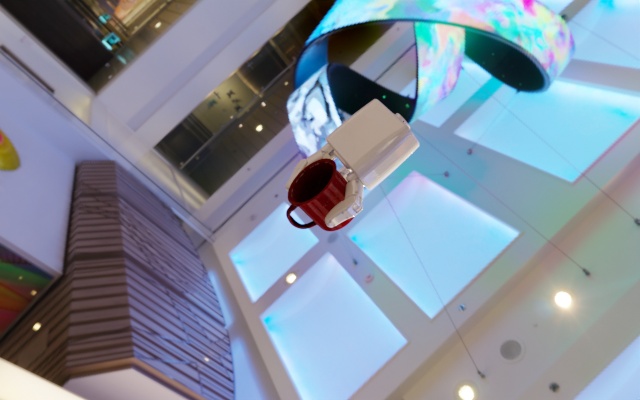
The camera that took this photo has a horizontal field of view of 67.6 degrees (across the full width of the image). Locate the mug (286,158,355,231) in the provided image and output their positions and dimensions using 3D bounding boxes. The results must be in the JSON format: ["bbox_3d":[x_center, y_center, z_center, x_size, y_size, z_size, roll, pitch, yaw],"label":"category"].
[{"bbox_3d":[-0.001,0.004,0.751,0.081,0.117,0.093,46,7,-33],"label":"mug"}]
